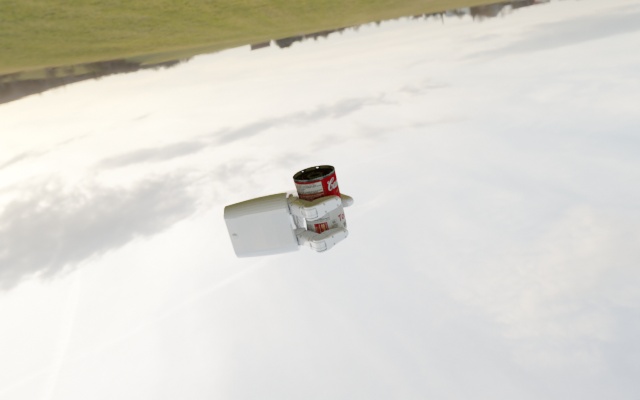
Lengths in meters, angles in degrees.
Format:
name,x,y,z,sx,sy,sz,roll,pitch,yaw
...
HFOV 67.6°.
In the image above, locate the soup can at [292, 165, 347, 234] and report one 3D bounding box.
name,x,y,z,sx,sy,sz,roll,pitch,yaw
soup can,0.001,0.003,0.757,0.068,0.102,0.068,-12,20,4
